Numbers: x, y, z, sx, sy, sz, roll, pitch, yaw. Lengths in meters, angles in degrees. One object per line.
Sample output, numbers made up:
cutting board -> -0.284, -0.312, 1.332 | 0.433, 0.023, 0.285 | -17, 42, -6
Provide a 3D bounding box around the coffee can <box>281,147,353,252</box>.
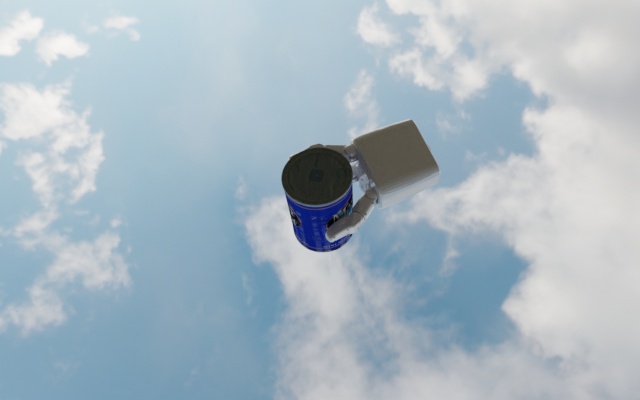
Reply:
coffee can -> 0.000, 0.002, 0.735 | 0.103, 0.102, 0.140 | 0, -34, 5
